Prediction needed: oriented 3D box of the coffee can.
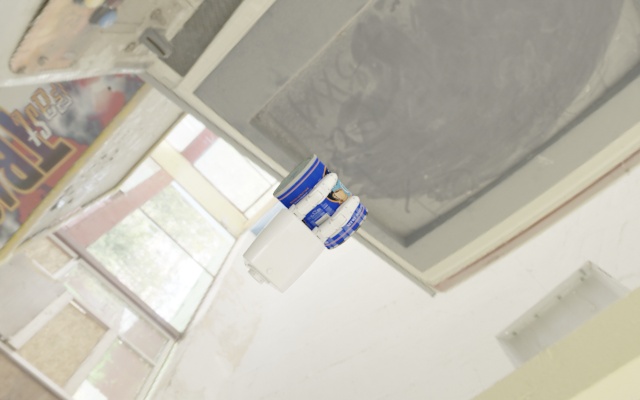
[{"bbox_3d":[0.000,0.003,0.845,0.140,0.103,0.103,45,-11,-11],"label":"coffee can"}]
